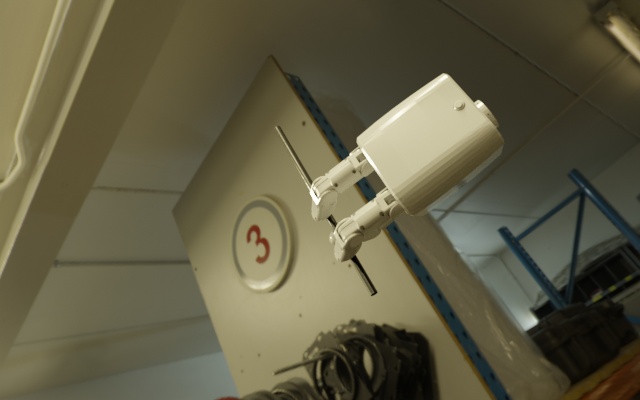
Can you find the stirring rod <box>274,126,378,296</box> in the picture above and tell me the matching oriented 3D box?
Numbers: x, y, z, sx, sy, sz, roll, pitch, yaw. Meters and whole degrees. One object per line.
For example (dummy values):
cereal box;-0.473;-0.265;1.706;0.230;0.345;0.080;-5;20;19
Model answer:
stirring rod;0.000;0.002;0.531;0.011;0.239;0.011;-23;-30;-14
